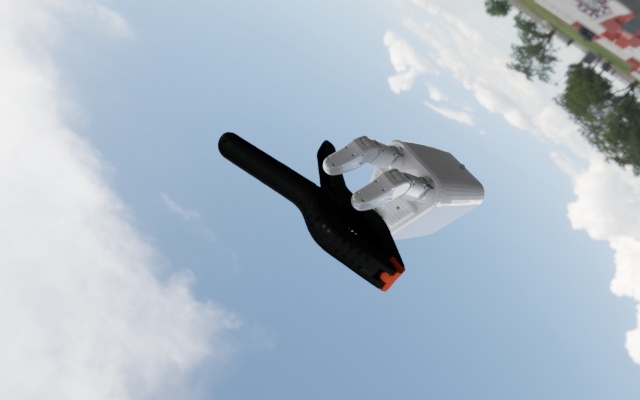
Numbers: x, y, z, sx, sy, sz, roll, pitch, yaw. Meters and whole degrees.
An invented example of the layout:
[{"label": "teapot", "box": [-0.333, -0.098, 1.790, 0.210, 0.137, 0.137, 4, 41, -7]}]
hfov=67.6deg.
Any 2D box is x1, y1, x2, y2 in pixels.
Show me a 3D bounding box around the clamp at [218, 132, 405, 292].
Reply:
[{"label": "clamp", "box": [0.000, 0.003, 0.473, 0.164, 0.036, 0.210, 2, 42, -44]}]
